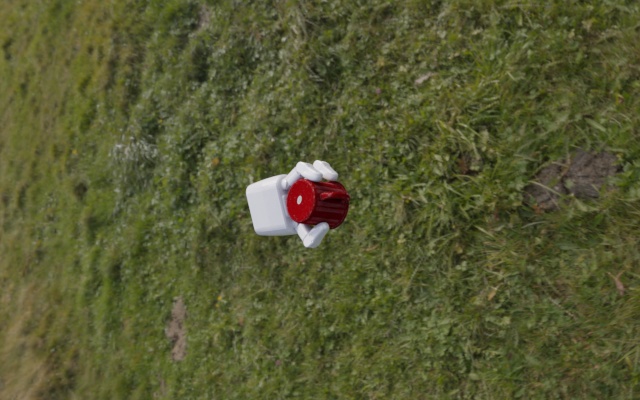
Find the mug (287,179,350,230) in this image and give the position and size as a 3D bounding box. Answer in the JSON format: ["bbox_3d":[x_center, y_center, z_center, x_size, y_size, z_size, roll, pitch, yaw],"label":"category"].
[{"bbox_3d":[0.001,0.003,0.870,0.081,0.093,0.117,8,-14,-43],"label":"mug"}]
